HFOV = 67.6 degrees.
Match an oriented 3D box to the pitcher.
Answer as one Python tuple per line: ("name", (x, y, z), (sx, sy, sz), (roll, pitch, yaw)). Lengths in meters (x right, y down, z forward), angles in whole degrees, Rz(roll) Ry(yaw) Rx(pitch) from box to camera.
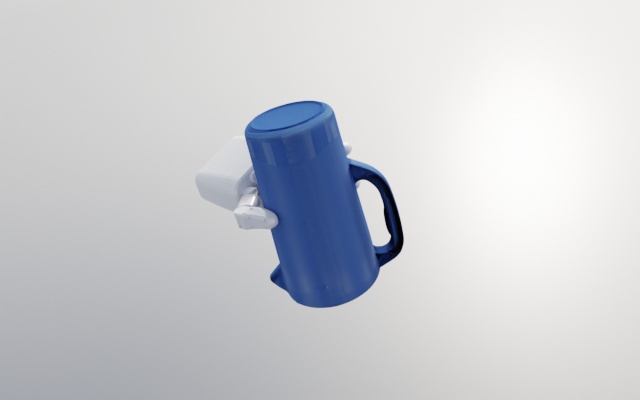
("pitcher", (0.000, 0.002, 0.604), (0.145, 0.243, 0.149), (15, 40, 43))
